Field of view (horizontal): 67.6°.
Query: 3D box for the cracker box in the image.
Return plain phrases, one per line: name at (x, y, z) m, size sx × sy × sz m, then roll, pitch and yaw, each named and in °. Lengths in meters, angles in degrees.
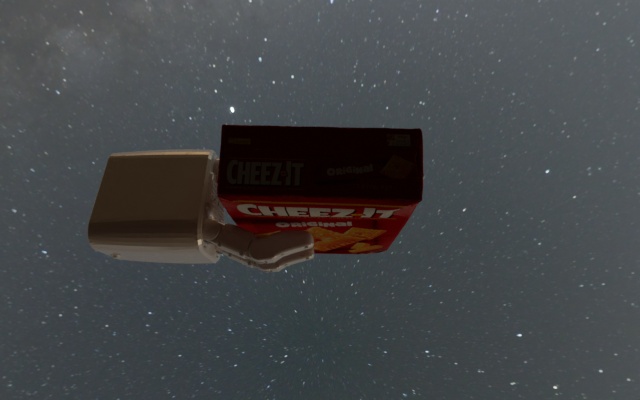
cracker box at (0.000, 0.001, 0.476) m, size 0.164 × 0.072 × 0.214 m, roll 1°, pitch -16°, yaw 0°
